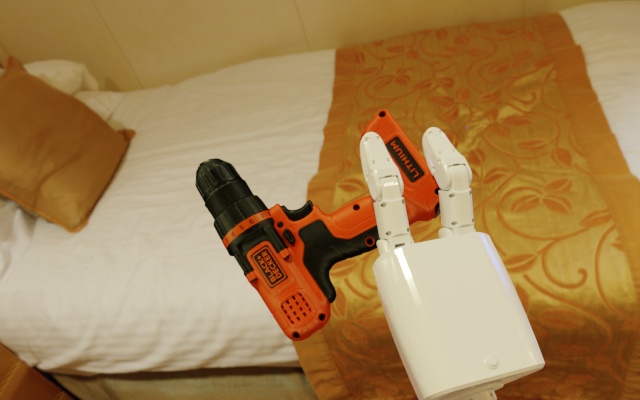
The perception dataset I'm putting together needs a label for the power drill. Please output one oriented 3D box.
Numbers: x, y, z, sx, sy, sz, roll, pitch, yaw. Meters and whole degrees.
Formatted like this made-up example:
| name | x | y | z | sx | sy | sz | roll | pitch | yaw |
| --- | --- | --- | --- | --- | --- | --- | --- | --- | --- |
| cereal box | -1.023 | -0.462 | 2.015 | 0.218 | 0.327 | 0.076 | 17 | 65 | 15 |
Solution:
| name | x | y | z | sx | sy | sz | roll | pitch | yaw |
| --- | --- | --- | --- | --- | --- | --- | --- | --- | --- |
| power drill | 0.001 | 0.001 | 0.429 | 0.187 | 0.184 | 0.057 | -34 | -11 | -1 |
